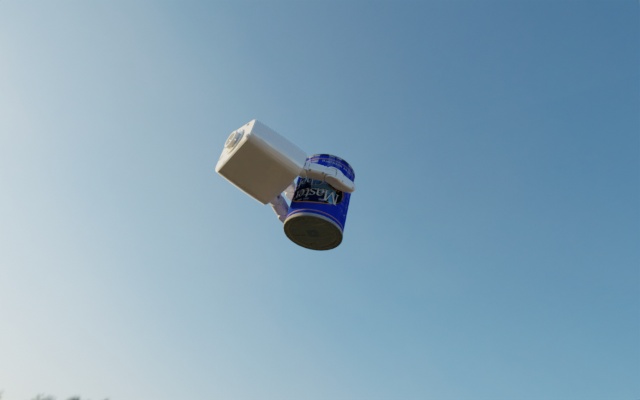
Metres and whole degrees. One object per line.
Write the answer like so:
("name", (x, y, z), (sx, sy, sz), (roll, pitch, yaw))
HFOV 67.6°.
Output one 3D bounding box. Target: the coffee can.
("coffee can", (0.000, 0.003, 0.844), (0.103, 0.140, 0.103), (9, -37, 7))
